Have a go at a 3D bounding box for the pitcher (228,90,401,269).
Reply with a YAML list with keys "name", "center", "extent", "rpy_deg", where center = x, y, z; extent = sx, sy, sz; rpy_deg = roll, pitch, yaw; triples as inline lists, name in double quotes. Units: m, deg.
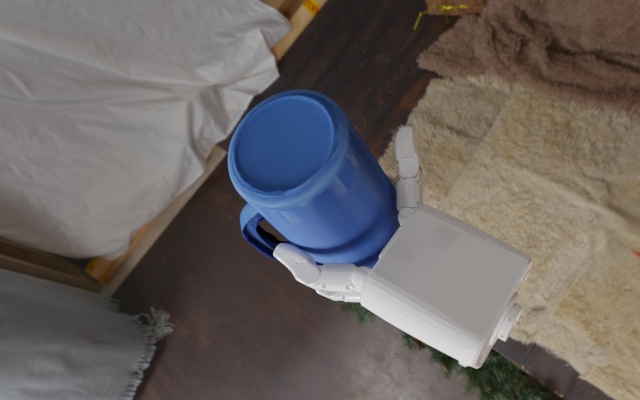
- name: "pitcher"
  center: [0.000, 0.002, 0.484]
  extent: [0.145, 0.149, 0.243]
  rpy_deg: [27, -10, 28]
